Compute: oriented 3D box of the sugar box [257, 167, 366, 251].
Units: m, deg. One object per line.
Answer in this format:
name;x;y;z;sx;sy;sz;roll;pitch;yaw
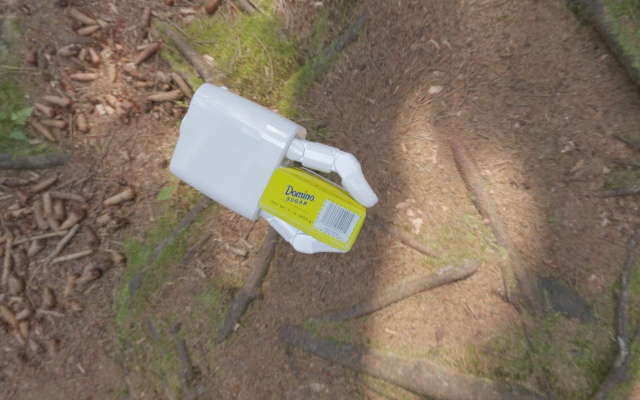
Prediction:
sugar box;0.000;0.001;0.505;0.093;0.048;0.176;28;9;2
